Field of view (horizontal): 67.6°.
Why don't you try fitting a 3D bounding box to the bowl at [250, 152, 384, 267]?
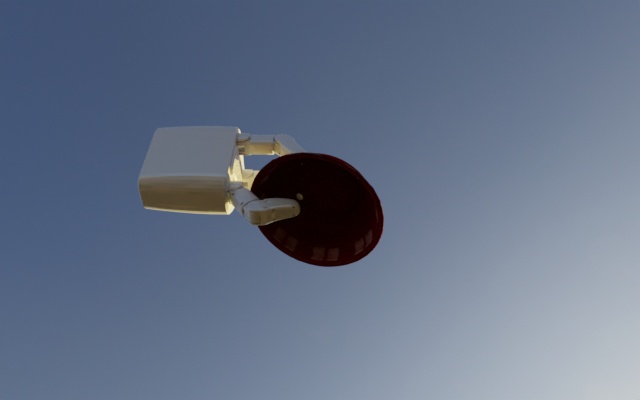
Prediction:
[{"bbox_3d":[0.001,0.002,0.573,0.162,0.162,0.055,0,34,19],"label":"bowl"}]
